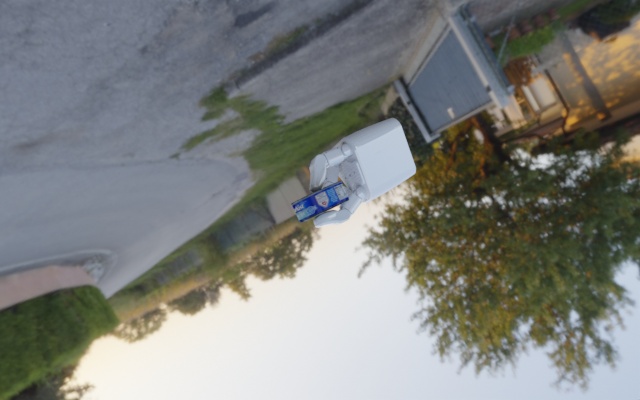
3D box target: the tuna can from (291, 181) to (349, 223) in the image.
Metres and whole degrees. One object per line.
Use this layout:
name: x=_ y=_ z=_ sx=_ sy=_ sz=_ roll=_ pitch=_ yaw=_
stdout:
tuna can: x=0.000 y=0.003 z=0.735 sx=0.086 sy=0.034 sz=0.086 roll=-25 pitch=-1 yaw=-1
